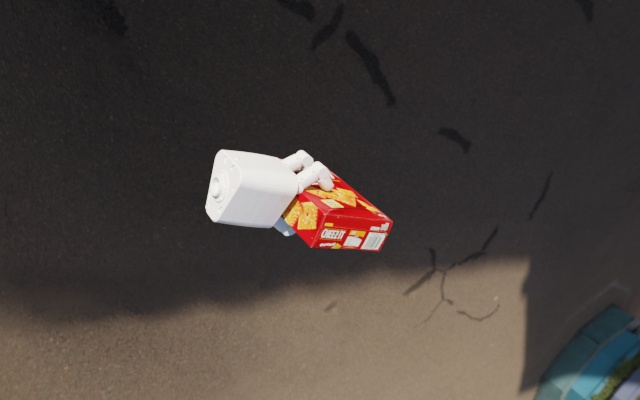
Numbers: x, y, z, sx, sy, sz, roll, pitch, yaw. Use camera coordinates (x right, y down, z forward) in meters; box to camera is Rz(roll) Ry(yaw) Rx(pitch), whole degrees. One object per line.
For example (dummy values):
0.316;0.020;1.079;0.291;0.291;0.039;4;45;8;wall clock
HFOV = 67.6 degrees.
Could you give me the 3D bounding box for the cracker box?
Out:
0.000;0.003;0.848;0.164;0.072;0.213;8;25;-41;cracker box
